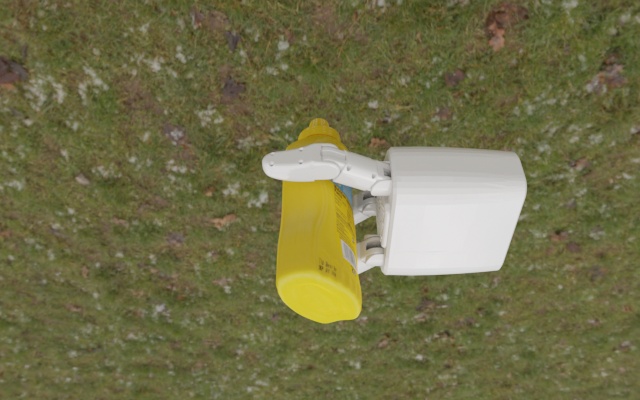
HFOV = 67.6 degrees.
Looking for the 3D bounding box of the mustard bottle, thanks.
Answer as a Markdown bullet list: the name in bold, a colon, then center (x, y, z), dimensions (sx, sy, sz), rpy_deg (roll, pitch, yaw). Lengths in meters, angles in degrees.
- **mustard bottle**: center (0.000, 0.002, 0.420), dimensions (0.058, 0.191, 0.096), rpy_deg (-15, -38, 20)
